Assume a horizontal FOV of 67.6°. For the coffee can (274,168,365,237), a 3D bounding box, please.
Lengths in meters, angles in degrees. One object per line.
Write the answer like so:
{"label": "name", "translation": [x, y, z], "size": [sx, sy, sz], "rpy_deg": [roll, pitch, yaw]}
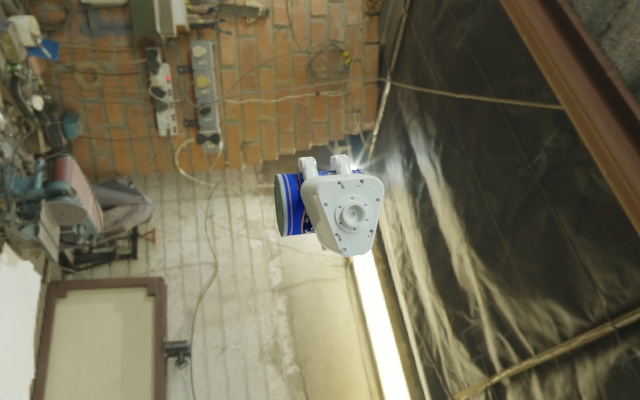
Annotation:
{"label": "coffee can", "translation": [0.000, 0.003, 0.784], "size": [0.140, 0.103, 0.103], "rpy_deg": [-5, 1, -12]}
